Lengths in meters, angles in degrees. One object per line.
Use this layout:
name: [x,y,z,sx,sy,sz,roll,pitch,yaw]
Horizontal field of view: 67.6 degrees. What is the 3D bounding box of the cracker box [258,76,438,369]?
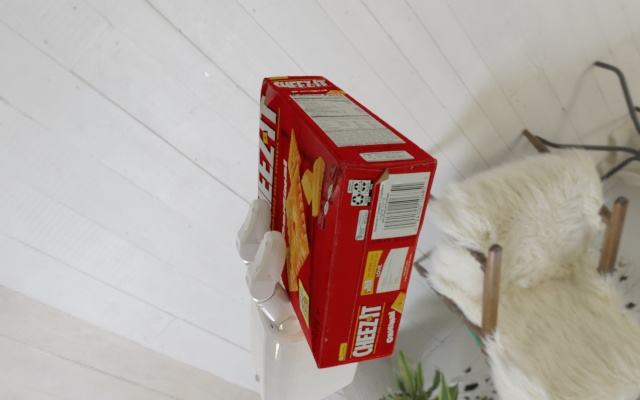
cracker box: [0.000,0.001,0.403,0.072,0.164,0.213,-4,29,-20]
